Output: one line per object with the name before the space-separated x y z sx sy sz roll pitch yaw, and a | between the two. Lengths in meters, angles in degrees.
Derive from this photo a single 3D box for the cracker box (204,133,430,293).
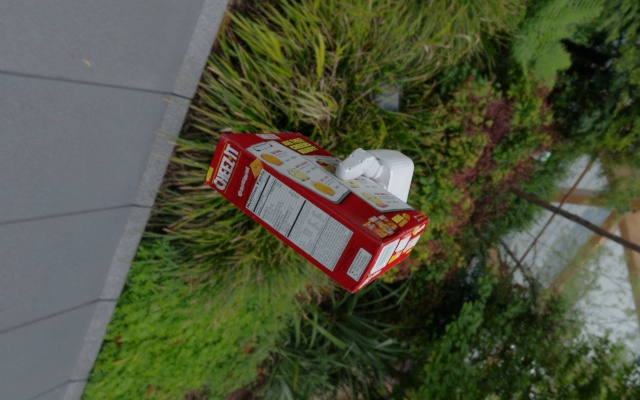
cracker box | 0.000 0.002 0.551 0.213 0.072 0.164 34 21 20
